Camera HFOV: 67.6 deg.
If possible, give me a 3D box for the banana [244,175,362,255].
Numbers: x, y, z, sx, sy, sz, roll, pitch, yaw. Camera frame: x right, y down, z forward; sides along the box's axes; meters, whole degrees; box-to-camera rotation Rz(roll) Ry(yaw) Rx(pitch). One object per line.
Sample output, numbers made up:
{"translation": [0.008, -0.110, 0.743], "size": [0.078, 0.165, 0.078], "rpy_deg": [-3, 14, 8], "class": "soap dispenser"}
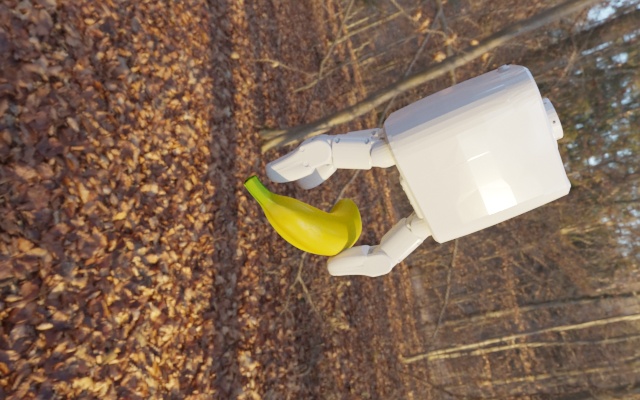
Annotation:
{"translation": [0.005, 0.018, 0.439], "size": [0.037, 0.069, 0.198], "rpy_deg": [-26, -16, 19], "class": "banana"}
